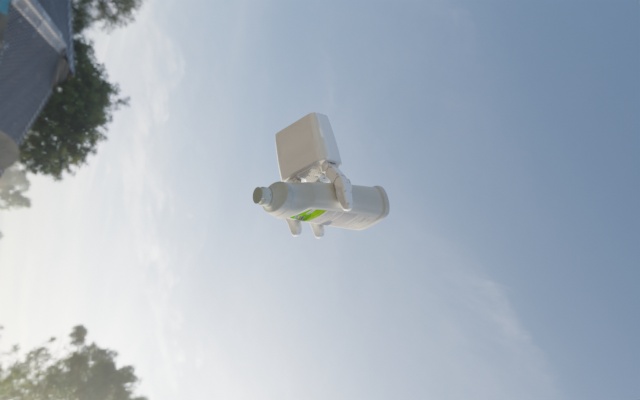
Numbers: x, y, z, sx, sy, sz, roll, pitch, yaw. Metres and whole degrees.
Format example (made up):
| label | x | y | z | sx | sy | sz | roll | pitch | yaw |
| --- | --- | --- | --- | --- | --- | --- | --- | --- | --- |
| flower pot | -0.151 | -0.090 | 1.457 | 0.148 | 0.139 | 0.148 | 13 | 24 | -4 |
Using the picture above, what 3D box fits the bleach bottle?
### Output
| label | x | y | z | sx | sy | sz | roll | pitch | yaw |
| --- | --- | --- | --- | --- | --- | --- | --- | --- | --- |
| bleach bottle | 0.000 | 0.003 | 0.837 | 0.251 | 0.068 | 0.102 | 9 | -31 | -39 |
